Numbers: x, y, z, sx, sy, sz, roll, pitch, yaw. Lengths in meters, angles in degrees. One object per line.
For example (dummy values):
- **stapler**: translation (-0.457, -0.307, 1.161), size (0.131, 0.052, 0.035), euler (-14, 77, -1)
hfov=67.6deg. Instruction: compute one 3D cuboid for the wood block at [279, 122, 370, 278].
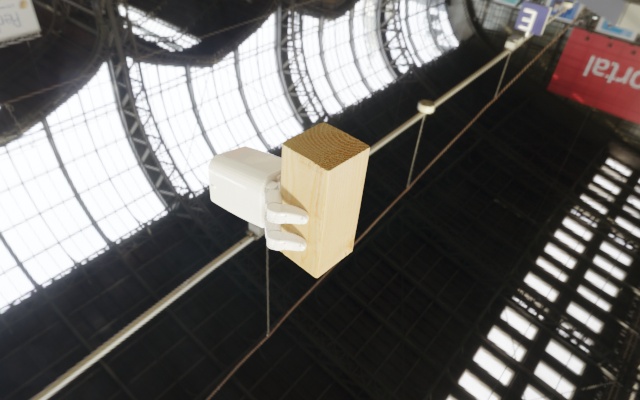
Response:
- **wood block**: translation (0.000, 0.002, 0.718), size (0.090, 0.206, 0.090), euler (33, 47, 28)
